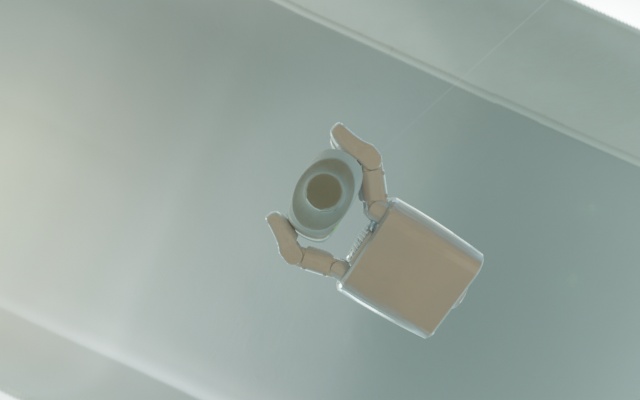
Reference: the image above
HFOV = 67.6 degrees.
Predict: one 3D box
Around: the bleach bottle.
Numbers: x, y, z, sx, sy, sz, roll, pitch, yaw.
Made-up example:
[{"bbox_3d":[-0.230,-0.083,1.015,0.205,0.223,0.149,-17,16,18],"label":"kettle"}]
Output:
[{"bbox_3d":[0.000,0.002,0.499,0.068,0.102,0.251,30,0,1],"label":"bleach bottle"}]
